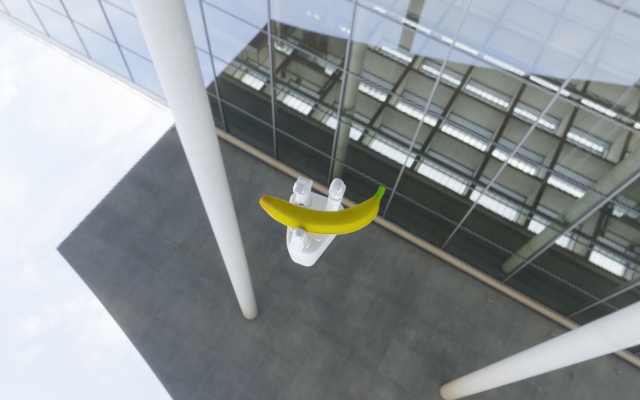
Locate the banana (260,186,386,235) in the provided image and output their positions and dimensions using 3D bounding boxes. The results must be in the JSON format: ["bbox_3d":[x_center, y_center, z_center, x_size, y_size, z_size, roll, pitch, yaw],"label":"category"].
[{"bbox_3d":[0.005,0.020,0.746,0.198,0.069,0.037,-4,-15,-1],"label":"banana"}]
